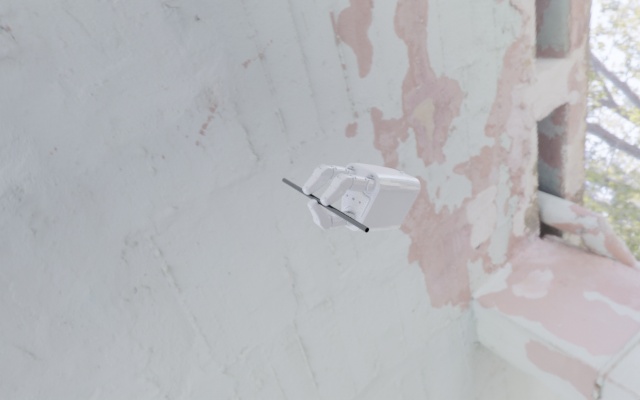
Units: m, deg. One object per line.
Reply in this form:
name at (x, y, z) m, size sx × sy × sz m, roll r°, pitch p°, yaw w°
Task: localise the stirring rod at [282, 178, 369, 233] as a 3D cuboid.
stirring rod at (0.000, 0.003, 0.765) m, size 0.011 × 0.011 × 0.239 m, roll 0°, pitch 19°, yaw -35°
